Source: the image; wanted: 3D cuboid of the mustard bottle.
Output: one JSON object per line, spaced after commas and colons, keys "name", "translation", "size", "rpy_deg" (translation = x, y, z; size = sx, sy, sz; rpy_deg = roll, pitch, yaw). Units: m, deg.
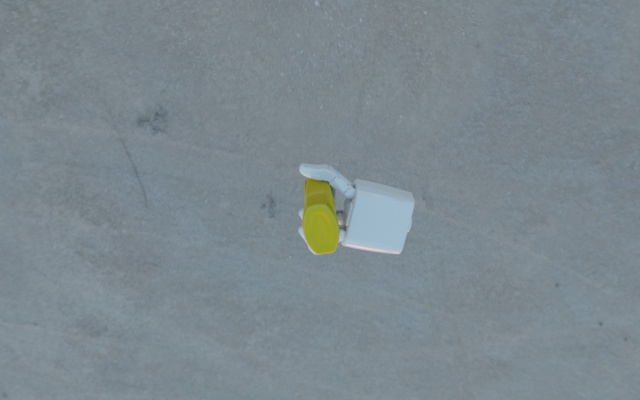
{"name": "mustard bottle", "translation": [0.000, 0.003, 0.831], "size": [0.058, 0.096, 0.191], "rpy_deg": [-10, 29, 5]}
